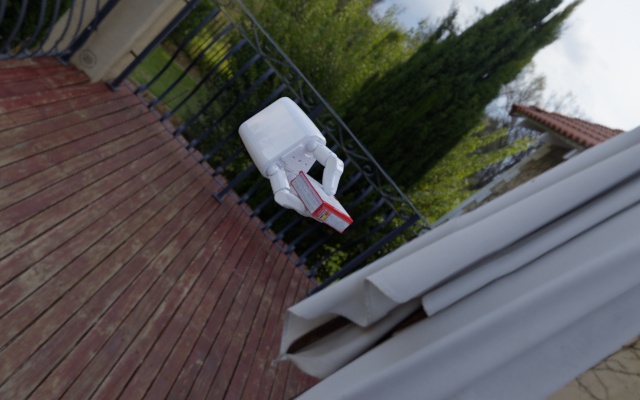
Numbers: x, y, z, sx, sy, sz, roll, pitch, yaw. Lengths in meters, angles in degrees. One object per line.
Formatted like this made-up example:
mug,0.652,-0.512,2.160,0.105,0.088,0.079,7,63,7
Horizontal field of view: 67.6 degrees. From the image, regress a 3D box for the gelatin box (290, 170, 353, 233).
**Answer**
gelatin box,0.001,0.002,0.726,0.073,0.030,0.089,34,14,-43
